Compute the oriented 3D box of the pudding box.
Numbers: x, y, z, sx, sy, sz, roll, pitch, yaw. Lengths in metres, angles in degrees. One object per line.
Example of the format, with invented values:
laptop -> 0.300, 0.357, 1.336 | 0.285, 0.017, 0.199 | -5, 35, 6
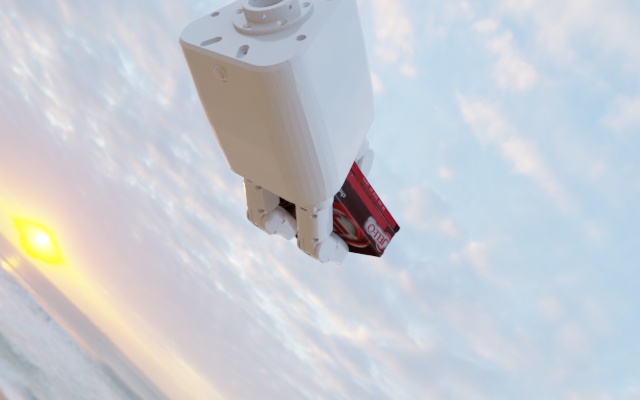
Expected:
pudding box -> 0.000, 0.001, 0.406 | 0.039, 0.090, 0.113 | -48, 27, -24
